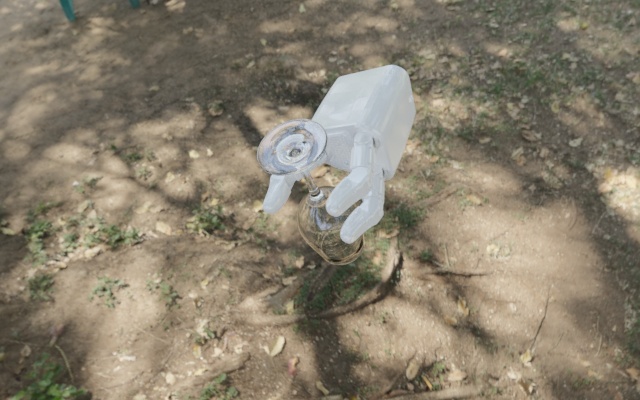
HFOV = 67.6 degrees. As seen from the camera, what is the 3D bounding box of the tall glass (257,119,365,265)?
[{"bbox_3d":[0.000,0.002,0.552,0.079,0.079,0.201,0,-35,20],"label":"tall glass"}]
